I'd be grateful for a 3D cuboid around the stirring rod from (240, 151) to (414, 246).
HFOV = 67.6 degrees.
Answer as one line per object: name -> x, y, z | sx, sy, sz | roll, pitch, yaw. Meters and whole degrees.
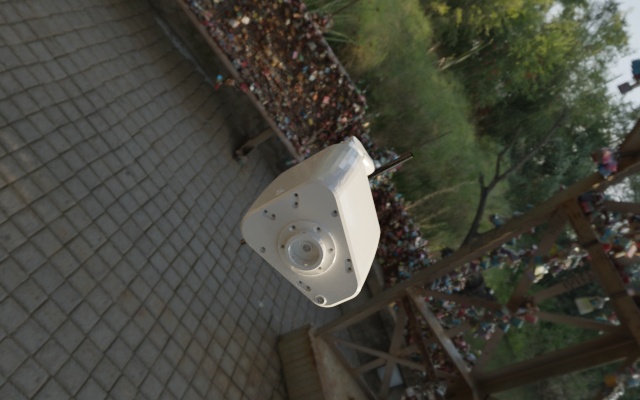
stirring rod -> 0.000, 0.002, 0.562 | 0.239, 0.011, 0.011 | -28, -11, 21
